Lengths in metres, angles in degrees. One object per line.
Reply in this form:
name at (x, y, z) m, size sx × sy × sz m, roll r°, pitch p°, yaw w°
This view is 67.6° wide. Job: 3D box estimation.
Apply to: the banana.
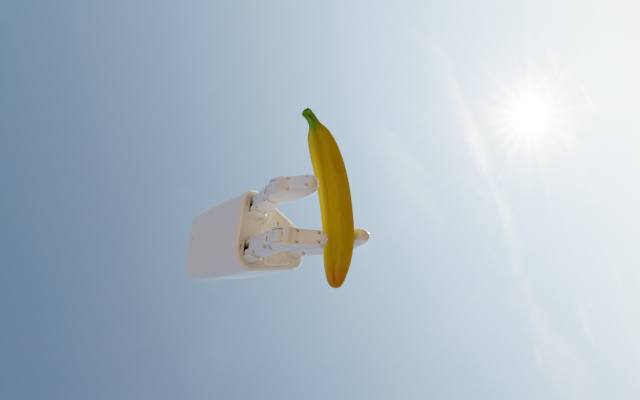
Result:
banana at (0.010, -0.002, 0.544) m, size 0.037 × 0.198 × 0.069 m, roll -15°, pitch -7°, yaw 32°
